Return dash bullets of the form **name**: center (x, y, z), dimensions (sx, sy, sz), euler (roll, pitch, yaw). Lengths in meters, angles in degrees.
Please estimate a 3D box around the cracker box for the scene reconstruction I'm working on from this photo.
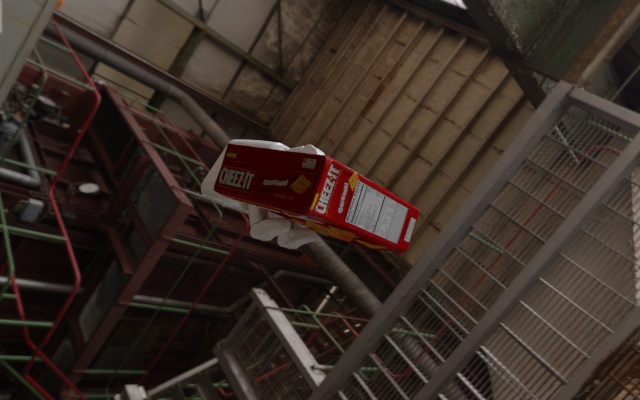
- **cracker box**: center (0.000, 0.002, 0.607), dimensions (0.164, 0.072, 0.214), euler (11, -8, 41)
